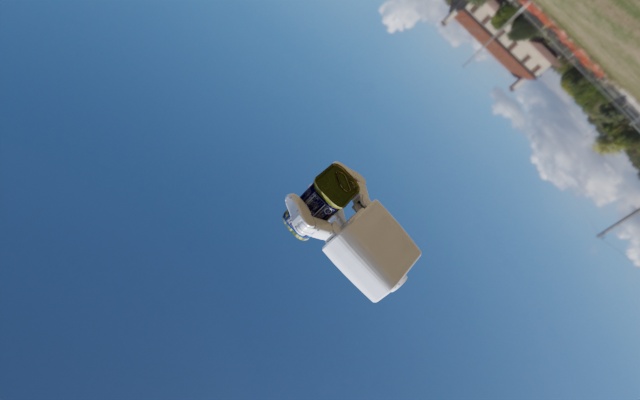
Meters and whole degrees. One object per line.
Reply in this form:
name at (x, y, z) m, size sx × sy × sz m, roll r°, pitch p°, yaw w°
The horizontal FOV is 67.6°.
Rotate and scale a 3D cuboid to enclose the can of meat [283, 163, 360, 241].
can of meat at (0.000, 0.002, 0.692) m, size 0.084 × 0.057 × 0.102 m, roll -45°, pitch 0°, yaw 30°
